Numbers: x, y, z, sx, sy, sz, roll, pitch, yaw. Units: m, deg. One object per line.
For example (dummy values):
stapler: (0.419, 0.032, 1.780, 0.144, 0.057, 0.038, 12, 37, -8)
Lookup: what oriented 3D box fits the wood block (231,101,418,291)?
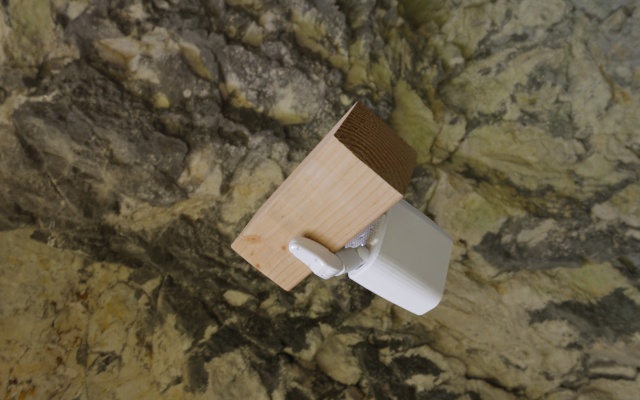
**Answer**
wood block: (0.000, 0.002, 0.534, 0.206, 0.090, 0.090, -44, 10, 37)
